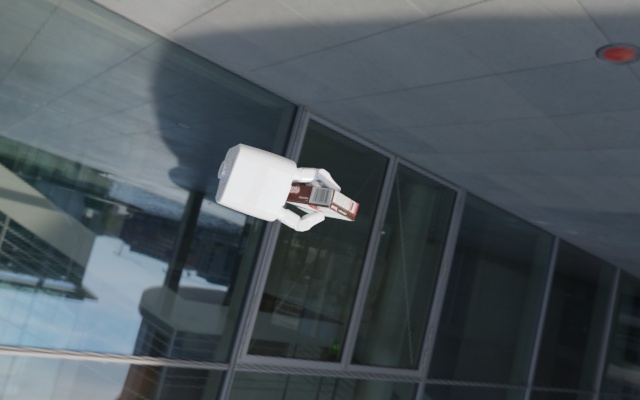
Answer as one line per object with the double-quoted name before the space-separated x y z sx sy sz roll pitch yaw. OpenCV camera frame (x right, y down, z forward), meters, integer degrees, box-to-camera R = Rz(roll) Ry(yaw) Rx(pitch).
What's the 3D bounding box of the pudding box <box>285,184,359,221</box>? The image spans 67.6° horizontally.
"pudding box" 0.000 0.003 0.888 0.113 0.039 0.090 10 -11 38
